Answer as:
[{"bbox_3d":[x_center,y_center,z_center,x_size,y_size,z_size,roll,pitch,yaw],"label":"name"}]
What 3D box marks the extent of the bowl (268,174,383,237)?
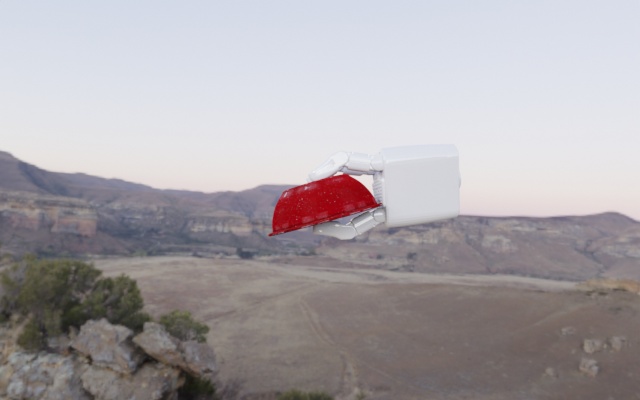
[{"bbox_3d":[-0.001,0.002,0.651,0.162,0.055,0.162,-16,-1,0],"label":"bowl"}]
